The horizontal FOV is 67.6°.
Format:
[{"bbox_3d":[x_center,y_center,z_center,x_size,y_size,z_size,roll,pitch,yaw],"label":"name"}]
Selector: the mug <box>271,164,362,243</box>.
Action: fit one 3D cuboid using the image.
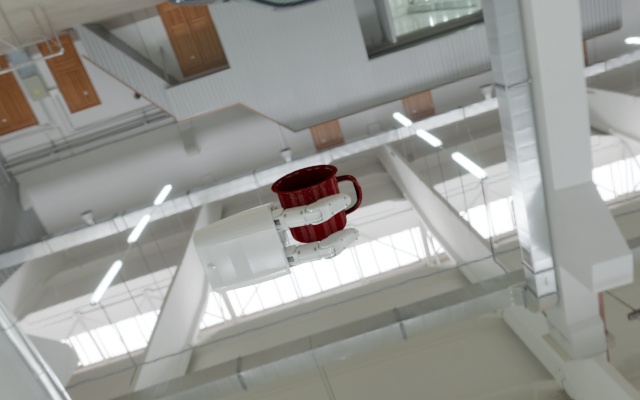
[{"bbox_3d":[0.002,0.002,0.655,0.117,0.081,0.093,-16,21,1],"label":"mug"}]
